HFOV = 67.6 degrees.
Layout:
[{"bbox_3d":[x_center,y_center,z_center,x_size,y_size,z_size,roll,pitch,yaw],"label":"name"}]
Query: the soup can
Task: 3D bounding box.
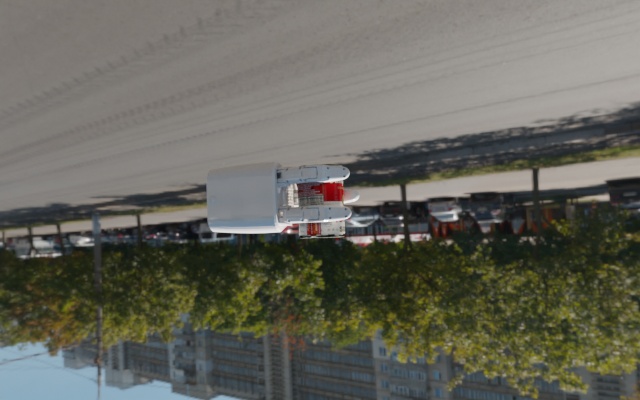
[{"bbox_3d":[0.001,0.003,0.687,0.068,0.102,0.068,-2,-3,0],"label":"soup can"}]
